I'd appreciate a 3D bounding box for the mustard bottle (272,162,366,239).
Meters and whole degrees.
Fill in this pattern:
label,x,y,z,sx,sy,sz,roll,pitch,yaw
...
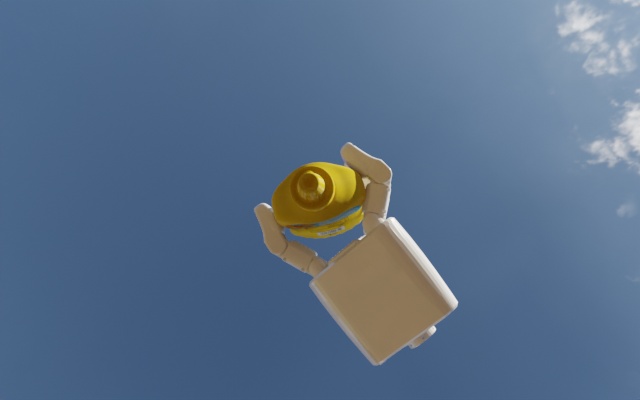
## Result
label,x,y,z,sx,sy,sz,roll,pitch,yaw
mustard bottle,0.000,0.001,0.500,0.096,0.058,0.192,-14,-11,4
